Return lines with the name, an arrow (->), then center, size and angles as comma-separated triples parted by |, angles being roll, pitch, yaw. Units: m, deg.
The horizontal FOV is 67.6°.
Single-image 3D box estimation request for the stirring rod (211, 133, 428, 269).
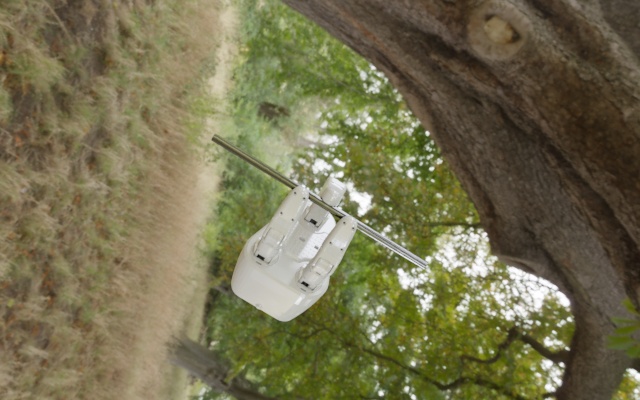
stirring rod -> 0.000, 0.001, 0.463 | 0.239, 0.011, 0.011 | 31, -2, -2
